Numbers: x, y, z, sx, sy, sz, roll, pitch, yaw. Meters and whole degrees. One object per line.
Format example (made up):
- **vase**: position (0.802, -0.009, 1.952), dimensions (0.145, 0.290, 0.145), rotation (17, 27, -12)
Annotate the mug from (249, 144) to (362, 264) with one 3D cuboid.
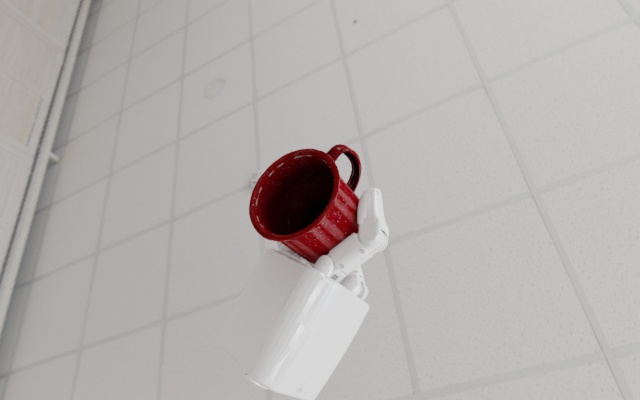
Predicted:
- **mug**: position (0.001, 0.000, 0.454), dimensions (0.093, 0.117, 0.081), rotation (24, -13, 39)
